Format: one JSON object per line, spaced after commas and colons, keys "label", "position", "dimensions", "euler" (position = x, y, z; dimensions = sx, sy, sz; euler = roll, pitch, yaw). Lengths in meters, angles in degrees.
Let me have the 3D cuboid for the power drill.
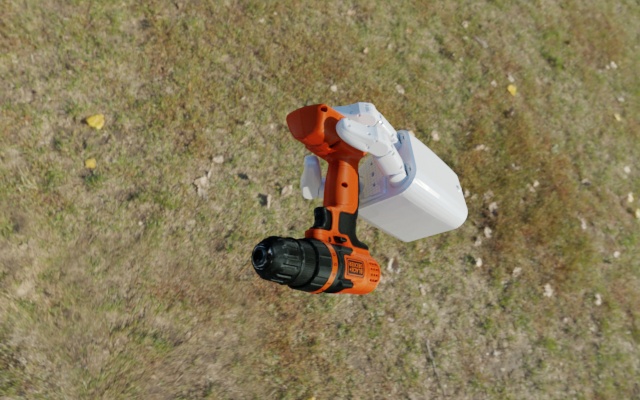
{"label": "power drill", "position": [0.000, 0.001, 0.492], "dimensions": [0.057, 0.187, 0.184], "euler": [-8, -17, 33]}
